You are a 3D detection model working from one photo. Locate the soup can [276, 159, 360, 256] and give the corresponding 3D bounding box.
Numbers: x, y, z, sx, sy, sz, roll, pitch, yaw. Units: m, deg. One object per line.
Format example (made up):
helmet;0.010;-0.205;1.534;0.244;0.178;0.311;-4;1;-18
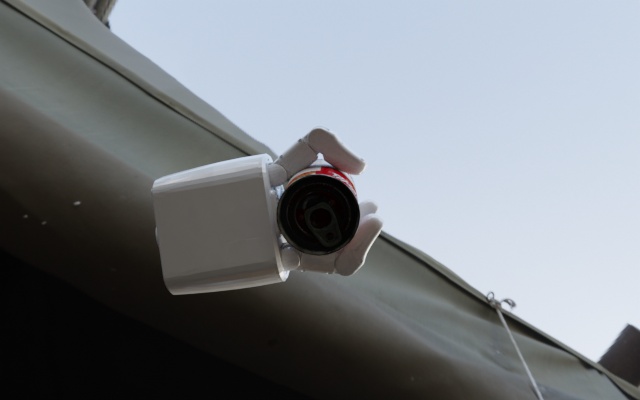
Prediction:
soup can;0.001;0.001;0.432;0.068;0.068;0.102;0;13;2
